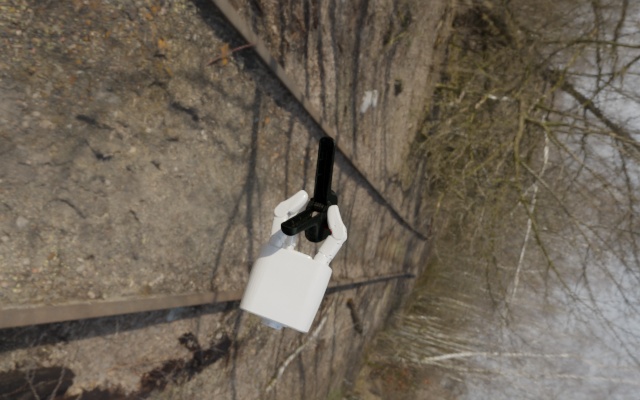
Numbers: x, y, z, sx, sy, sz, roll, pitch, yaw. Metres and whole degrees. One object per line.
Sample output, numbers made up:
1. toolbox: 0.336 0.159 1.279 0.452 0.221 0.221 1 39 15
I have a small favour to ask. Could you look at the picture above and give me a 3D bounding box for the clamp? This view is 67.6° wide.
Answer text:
1. clamp: 0.001 0.003 0.773 0.036 0.164 0.210 19 -13 17
